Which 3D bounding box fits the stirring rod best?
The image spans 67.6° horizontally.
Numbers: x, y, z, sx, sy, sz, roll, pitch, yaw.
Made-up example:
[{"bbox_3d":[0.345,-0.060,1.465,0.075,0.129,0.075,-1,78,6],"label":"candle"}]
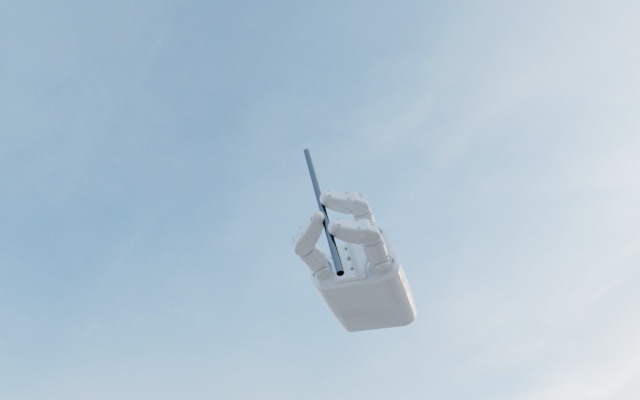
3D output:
[{"bbox_3d":[0.000,0.002,0.570,0.011,0.011,0.239,0,36,-12],"label":"stirring rod"}]
